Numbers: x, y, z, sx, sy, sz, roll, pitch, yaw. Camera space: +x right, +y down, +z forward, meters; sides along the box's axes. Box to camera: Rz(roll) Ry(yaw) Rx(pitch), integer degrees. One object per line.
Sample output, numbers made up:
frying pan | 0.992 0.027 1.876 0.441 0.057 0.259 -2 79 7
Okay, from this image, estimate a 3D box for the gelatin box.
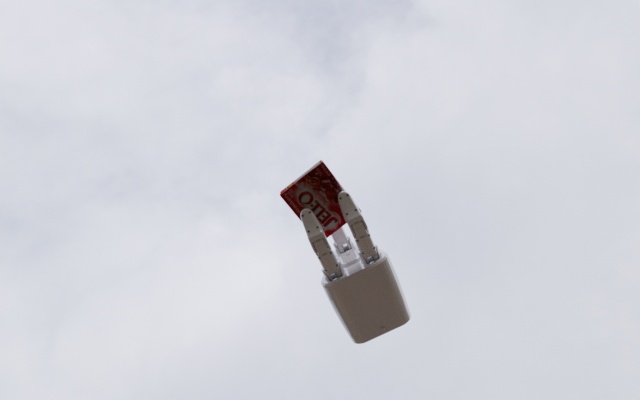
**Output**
gelatin box | 0.000 0.002 0.648 0.073 0.089 0.030 -38 11 3
